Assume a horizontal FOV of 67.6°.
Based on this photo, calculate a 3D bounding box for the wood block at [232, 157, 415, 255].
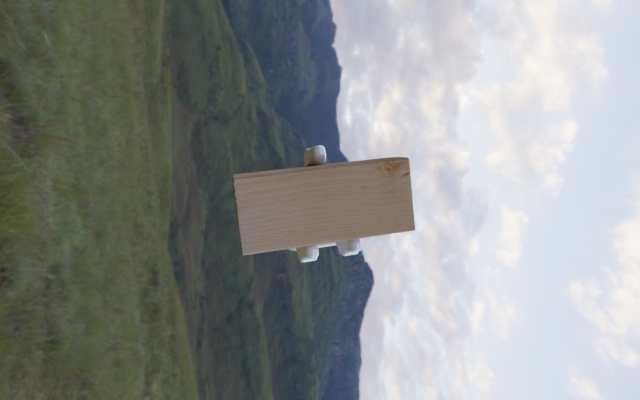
[{"bbox_3d":[0.000,0.002,0.589,0.206,0.091,0.090,-8,7,-10],"label":"wood block"}]
